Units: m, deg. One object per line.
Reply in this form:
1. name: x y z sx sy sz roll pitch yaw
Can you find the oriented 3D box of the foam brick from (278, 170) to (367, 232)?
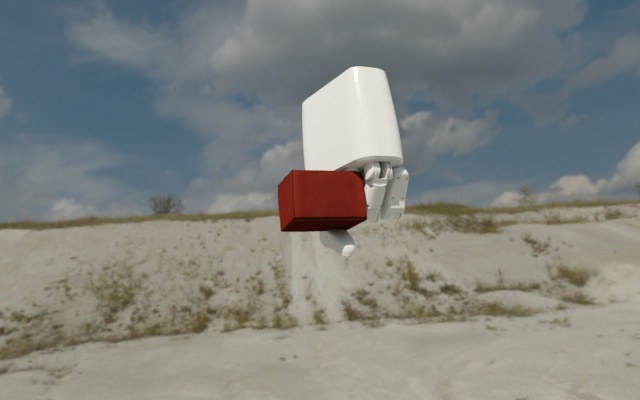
1. foam brick: 0.000 0.002 0.486 0.078 0.051 0.053 0 -16 -22
